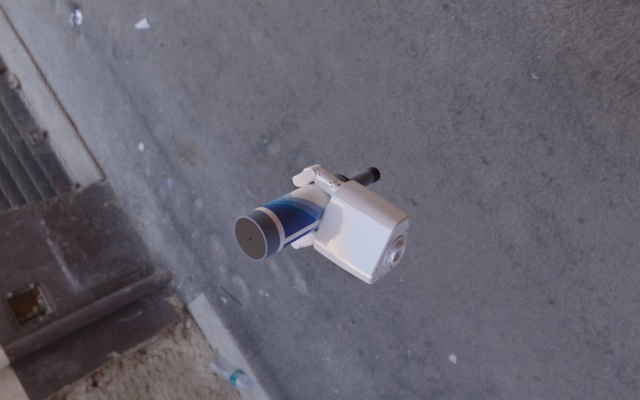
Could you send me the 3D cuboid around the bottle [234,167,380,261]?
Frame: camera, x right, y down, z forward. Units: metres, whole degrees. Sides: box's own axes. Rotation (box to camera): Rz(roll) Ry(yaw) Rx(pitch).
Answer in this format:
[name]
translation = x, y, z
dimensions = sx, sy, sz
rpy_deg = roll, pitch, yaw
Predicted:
[bottle]
translation = 0.000, 0.002, 0.743
dimensions = 0.069, 0.069, 0.295
rpy_deg = 0, 20, 43
